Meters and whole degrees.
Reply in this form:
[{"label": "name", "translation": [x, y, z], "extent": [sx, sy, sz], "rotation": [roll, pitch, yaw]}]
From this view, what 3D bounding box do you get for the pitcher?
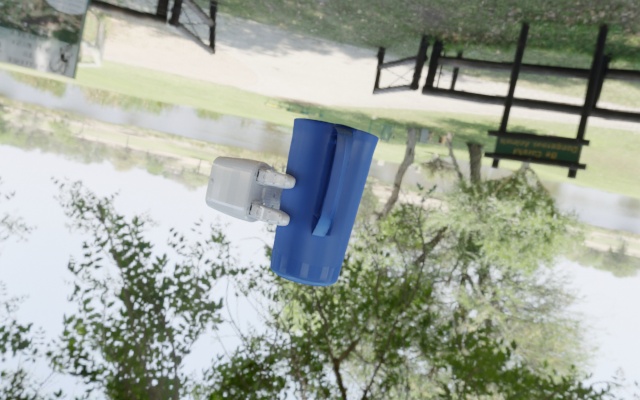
[{"label": "pitcher", "translation": [0.000, 0.002, 0.724], "extent": [0.145, 0.243, 0.149], "rotation": [14, 2, 35]}]
